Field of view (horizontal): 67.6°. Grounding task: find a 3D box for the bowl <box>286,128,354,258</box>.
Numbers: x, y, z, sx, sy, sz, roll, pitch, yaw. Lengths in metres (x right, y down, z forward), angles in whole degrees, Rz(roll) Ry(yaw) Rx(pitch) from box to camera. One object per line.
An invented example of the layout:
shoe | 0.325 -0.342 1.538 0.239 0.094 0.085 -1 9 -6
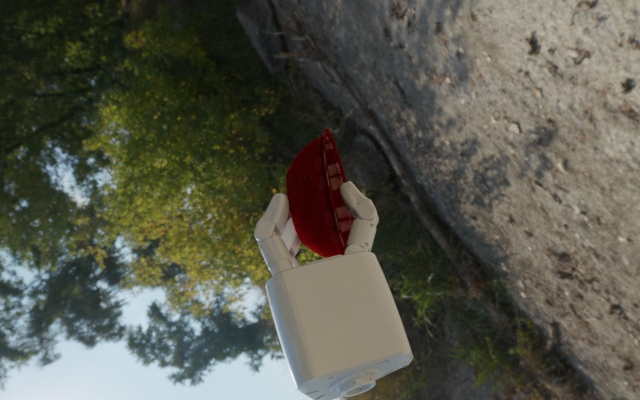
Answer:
bowl | 0.000 0.001 0.550 0.055 0.162 0.162 -11 -2 10
